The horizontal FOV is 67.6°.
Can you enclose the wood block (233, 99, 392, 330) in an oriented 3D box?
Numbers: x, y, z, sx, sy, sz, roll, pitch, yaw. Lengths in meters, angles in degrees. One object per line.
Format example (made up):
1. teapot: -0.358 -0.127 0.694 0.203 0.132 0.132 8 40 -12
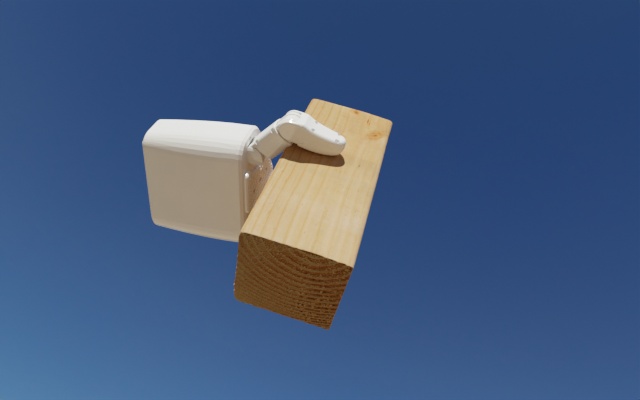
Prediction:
1. wood block: 0.000 0.001 0.452 0.090 0.091 0.206 17 43 3
